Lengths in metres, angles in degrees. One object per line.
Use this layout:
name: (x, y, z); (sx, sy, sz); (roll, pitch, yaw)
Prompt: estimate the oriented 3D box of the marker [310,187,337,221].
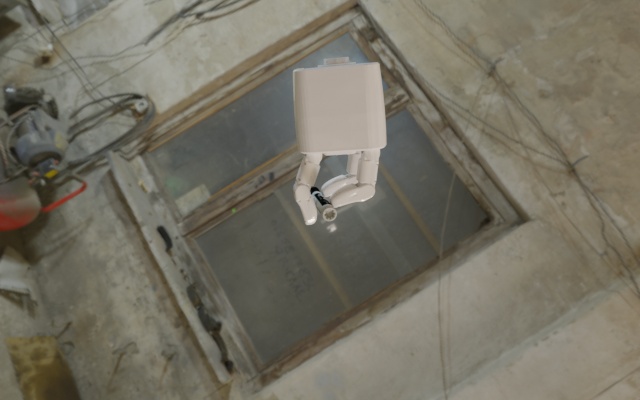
marker: (0.000, 0.002, 0.657); (0.020, 0.020, 0.121); (0, 15, -11)
